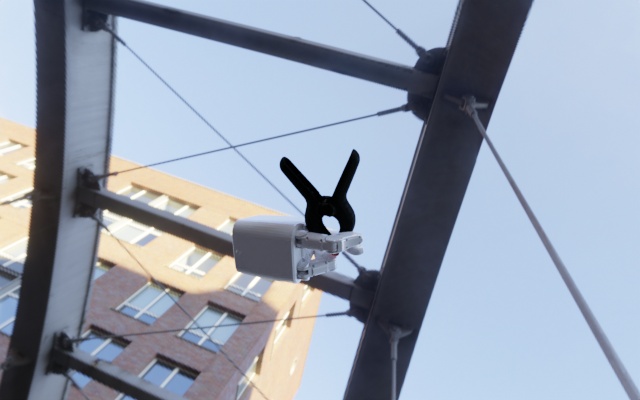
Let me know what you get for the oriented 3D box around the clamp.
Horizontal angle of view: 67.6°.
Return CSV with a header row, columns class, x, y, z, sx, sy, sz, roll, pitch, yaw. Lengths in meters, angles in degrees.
class,x,y,z,sx,sy,sz,roll,pitch,yaw
clamp,0.000,0.002,0.724,0.120,0.171,0.039,6,23,18
